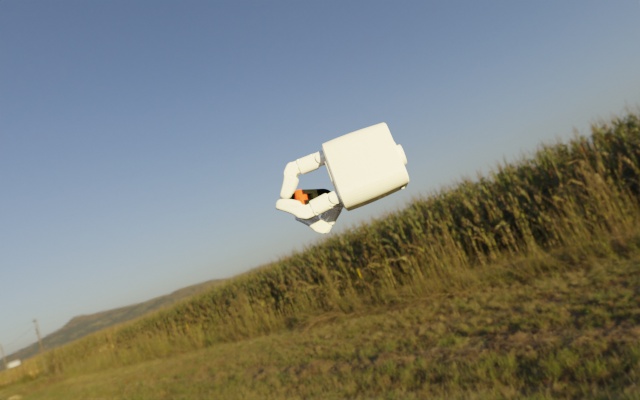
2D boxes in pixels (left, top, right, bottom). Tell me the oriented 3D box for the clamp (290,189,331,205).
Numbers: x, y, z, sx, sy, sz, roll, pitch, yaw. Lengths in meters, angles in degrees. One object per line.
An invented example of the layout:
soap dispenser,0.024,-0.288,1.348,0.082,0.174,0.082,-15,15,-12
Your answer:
clamp,0.000,0.002,0.819,0.120,0.039,0.171,-21,-8,4
